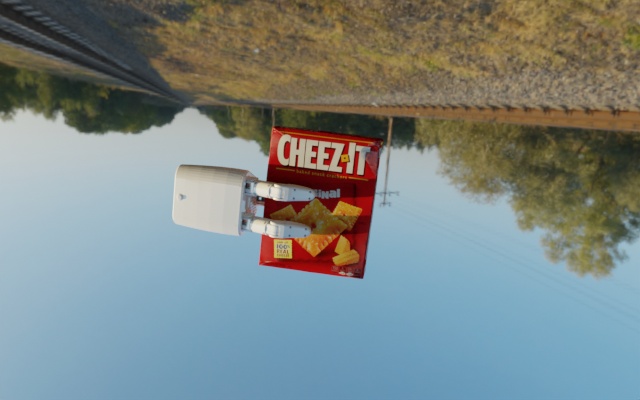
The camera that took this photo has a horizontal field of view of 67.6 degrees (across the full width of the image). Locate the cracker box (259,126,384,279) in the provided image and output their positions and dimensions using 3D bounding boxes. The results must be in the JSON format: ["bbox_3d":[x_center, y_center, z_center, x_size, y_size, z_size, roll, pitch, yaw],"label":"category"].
[{"bbox_3d":[0.000,0.003,0.729,0.164,0.214,0.072,8,10,6],"label":"cracker box"}]
